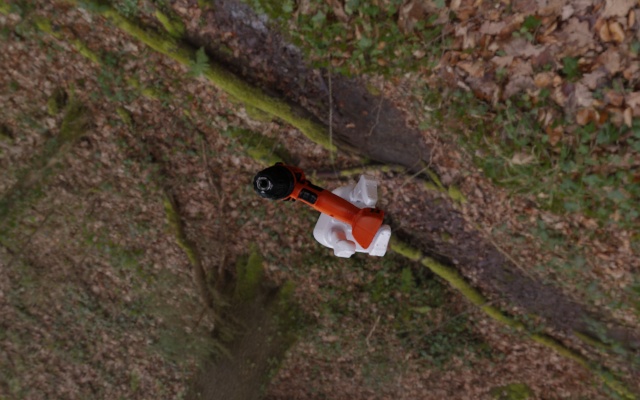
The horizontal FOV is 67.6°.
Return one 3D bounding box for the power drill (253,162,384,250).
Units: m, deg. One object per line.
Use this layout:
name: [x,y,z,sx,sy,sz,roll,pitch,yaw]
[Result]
power drill: [0.001,0.003,0.709,0.187,0.057,0.184,29,10,6]
